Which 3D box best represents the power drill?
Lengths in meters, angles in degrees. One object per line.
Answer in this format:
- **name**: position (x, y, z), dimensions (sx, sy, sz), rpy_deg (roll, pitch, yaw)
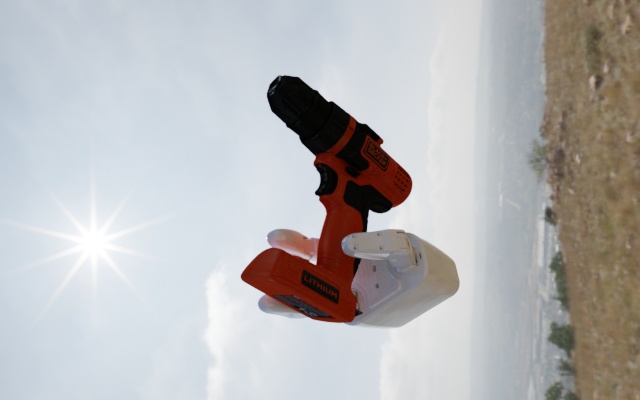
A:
- **power drill**: position (0.000, 0.002, 0.435), dimensions (0.184, 0.187, 0.057), rpy_deg (36, -28, -27)
